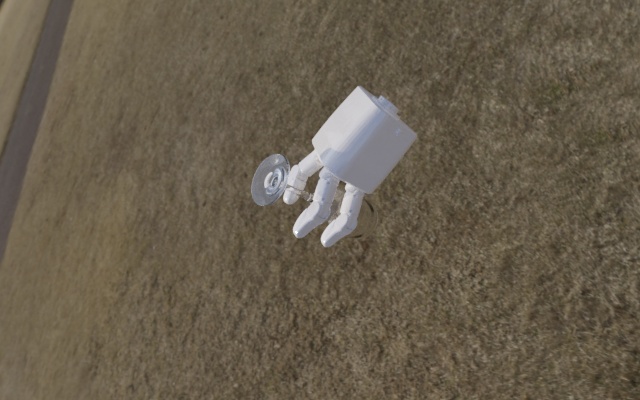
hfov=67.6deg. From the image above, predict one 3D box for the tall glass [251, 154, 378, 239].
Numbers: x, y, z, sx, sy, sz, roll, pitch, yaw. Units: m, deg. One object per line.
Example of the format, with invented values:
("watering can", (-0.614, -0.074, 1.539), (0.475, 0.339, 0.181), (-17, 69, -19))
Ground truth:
("tall glass", (0.000, 0.002, 0.698), (0.079, 0.079, 0.201), (0, -18, 45))
